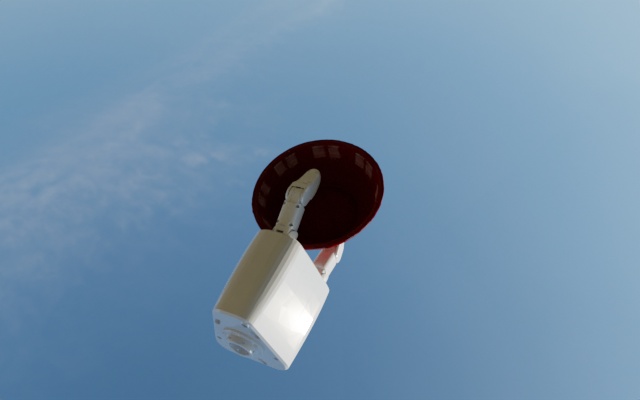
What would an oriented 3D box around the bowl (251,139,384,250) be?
[{"bbox_3d":[0.001,0.001,0.592,0.162,0.162,0.055,0,-34,14],"label":"bowl"}]
